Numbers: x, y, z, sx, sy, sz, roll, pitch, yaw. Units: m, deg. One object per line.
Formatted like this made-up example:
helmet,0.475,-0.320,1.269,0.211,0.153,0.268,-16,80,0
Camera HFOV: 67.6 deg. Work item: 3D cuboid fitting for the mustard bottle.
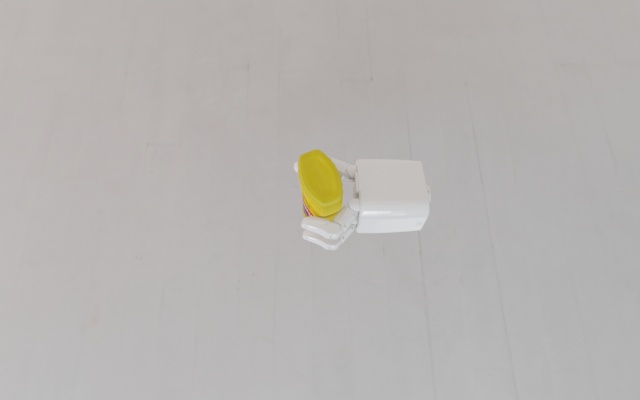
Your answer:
mustard bottle,0.000,0.002,0.774,0.058,0.096,0.192,-23,-22,-9
